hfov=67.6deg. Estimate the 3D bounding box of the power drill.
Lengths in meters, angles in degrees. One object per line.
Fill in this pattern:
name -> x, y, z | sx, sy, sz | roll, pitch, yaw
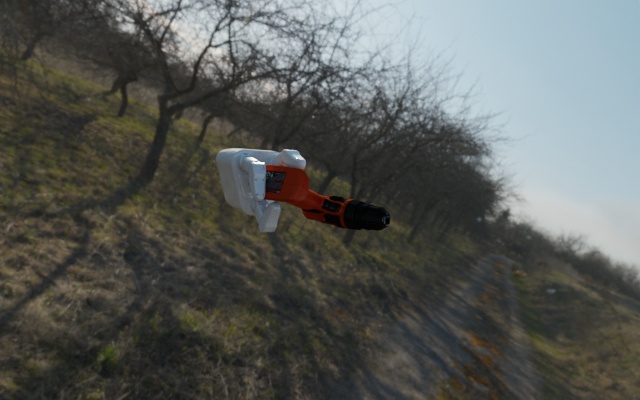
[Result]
power drill -> 0.000, 0.002, 0.786 | 0.184, 0.057, 0.188 | 6, -15, 42
